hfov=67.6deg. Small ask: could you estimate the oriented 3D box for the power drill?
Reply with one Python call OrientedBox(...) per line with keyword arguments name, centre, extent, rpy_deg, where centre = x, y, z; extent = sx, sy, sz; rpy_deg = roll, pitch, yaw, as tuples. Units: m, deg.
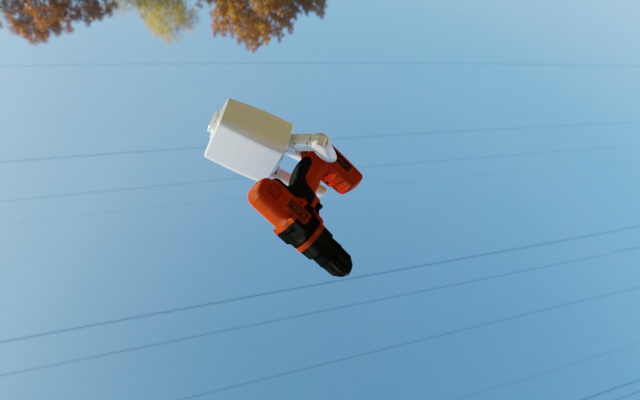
OrientedBox(name="power drill", centre=(0.000, 0.002, 0.720), extent=(0.057, 0.184, 0.187), rpy_deg=(-36, 14, 40))
